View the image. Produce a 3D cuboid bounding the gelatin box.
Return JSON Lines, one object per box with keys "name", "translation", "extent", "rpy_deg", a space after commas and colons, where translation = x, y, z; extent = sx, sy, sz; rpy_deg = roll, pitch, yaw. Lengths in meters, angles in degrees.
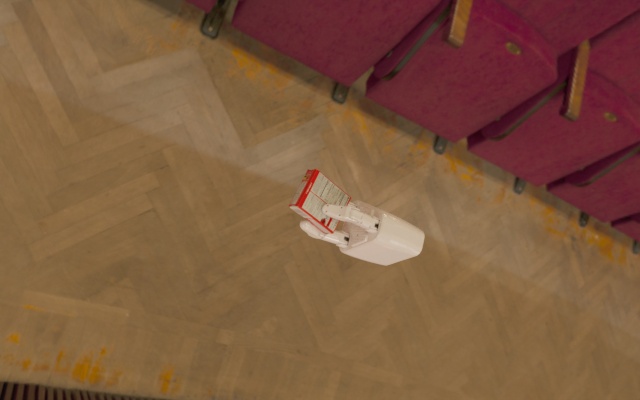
{"name": "gelatin box", "translation": [0.000, 0.002, 0.786], "extent": [0.089, 0.073, 0.030], "rpy_deg": [39, -23, -30]}
